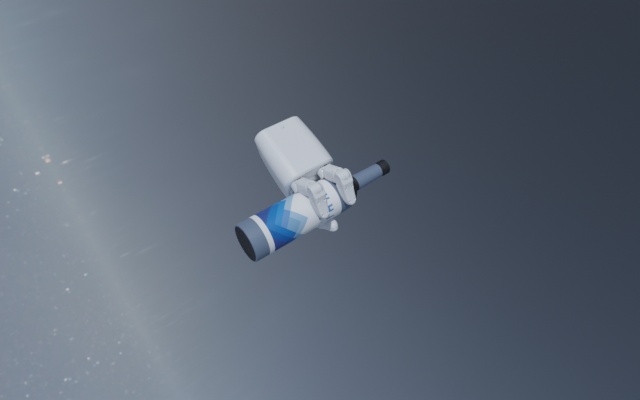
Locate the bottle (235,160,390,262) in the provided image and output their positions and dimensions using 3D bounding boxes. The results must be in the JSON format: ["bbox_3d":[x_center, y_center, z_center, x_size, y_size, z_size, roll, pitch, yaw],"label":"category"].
[{"bbox_3d":[0.000,0.003,0.804,0.295,0.069,0.069,-29,13,-25],"label":"bottle"}]
